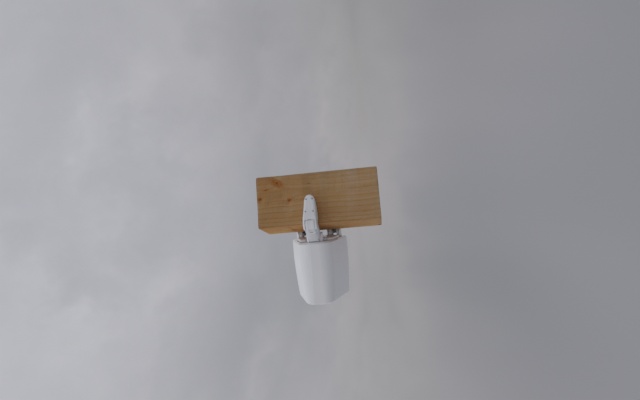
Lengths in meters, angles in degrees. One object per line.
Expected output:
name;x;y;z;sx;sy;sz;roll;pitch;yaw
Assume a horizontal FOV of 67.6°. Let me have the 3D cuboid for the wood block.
wood block;0.000;0.003;0.835;0.206;0.090;0.091;-5;-11;6
